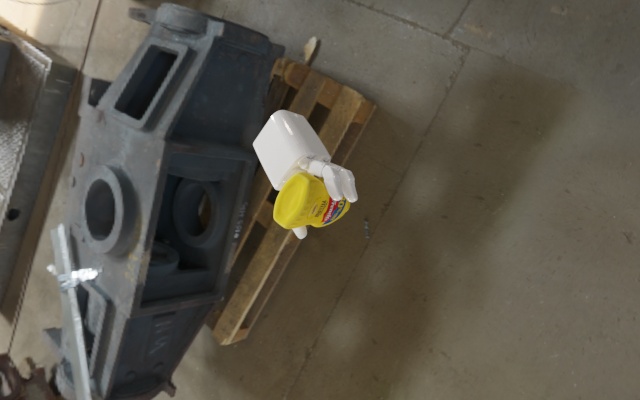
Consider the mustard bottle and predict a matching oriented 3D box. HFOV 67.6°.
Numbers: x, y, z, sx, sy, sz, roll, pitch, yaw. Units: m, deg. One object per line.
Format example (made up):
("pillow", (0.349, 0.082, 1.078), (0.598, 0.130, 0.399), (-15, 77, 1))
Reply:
("mustard bottle", (0.000, 0.003, 0.860), (0.058, 0.096, 0.191), (34, 16, 28))
